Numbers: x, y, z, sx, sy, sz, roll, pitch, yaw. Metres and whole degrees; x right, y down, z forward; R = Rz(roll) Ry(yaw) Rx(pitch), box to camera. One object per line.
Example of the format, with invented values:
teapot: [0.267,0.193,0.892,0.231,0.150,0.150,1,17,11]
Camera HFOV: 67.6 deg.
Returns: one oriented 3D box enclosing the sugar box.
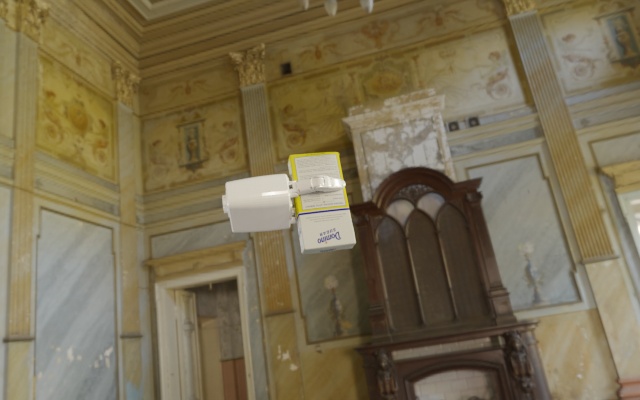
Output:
sugar box: [0.000,0.003,0.848,0.093,0.176,0.048,-5,-17,-11]
